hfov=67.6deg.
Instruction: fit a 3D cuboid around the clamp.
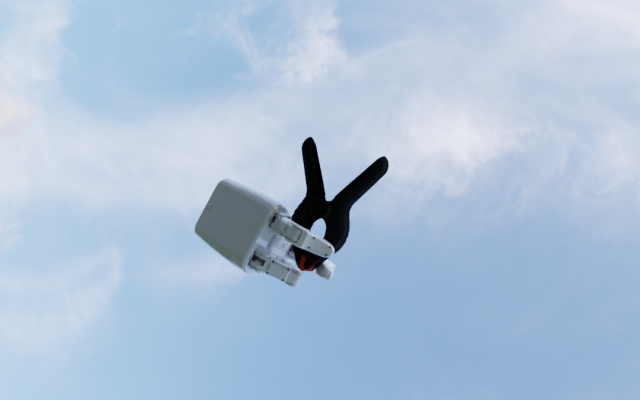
[{"bbox_3d":[0.000,0.002,0.603,0.120,0.171,0.039,28,0,32],"label":"clamp"}]
